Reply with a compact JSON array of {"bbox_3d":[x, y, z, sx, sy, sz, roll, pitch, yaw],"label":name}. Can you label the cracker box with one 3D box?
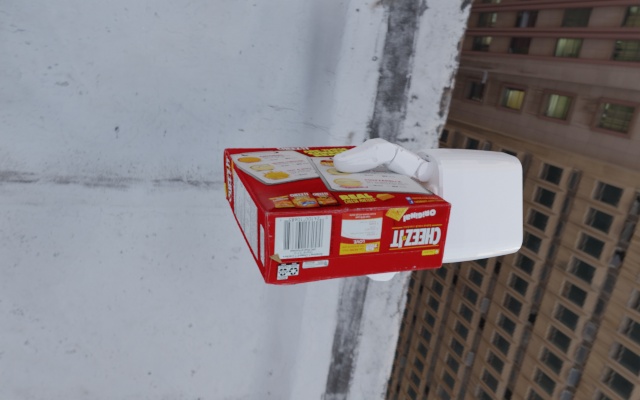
[{"bbox_3d":[0.000,0.001,0.480,0.164,0.072,0.213,-3,20,-19],"label":"cracker box"}]
